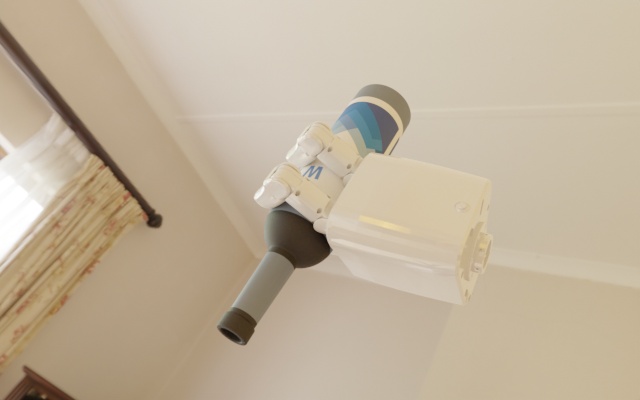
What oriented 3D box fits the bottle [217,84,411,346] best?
[{"bbox_3d":[0.000,0.001,0.445,0.069,0.069,0.295,0,44,40],"label":"bottle"}]
